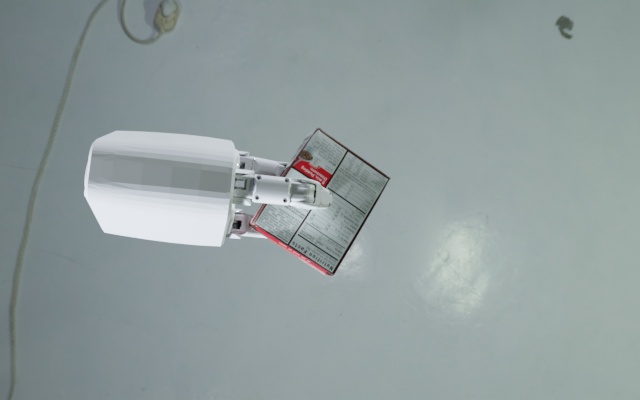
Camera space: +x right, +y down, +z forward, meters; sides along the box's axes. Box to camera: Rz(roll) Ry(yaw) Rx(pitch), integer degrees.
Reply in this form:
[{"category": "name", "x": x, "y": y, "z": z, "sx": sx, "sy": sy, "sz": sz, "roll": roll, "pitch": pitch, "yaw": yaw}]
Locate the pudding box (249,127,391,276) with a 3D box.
[{"category": "pudding box", "x": 0.000, "y": 0.001, "z": 0.452, "sx": 0.090, "sy": 0.113, "sz": 0.039, "roll": 34, "pitch": -10, "yaw": -9}]
